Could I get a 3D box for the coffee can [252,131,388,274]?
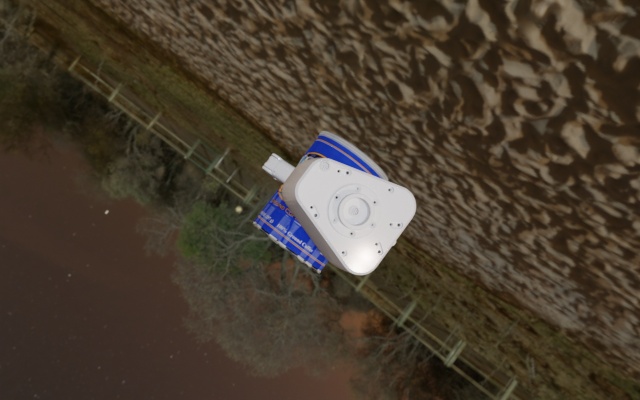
[{"bbox_3d":[0.000,0.002,0.581,0.103,0.140,0.103,37,-4,3],"label":"coffee can"}]
